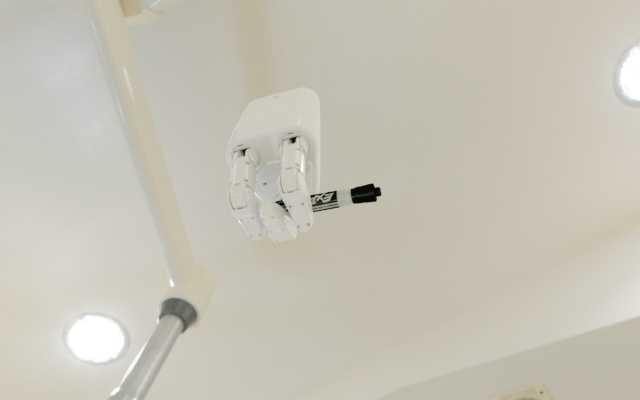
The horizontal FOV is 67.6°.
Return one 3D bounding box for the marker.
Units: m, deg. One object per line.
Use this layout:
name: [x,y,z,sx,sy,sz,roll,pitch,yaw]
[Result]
marker: [0.000,0.002,0.474,0.121,0.020,0.020,-11,-2,12]
